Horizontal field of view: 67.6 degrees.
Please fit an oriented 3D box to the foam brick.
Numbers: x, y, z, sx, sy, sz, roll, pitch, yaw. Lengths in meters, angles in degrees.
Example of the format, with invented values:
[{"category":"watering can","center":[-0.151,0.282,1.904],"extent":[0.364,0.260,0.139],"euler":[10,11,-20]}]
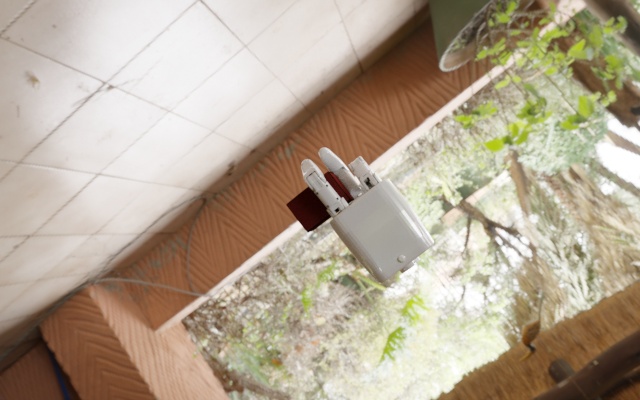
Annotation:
[{"category":"foam brick","center":[0.000,0.002,0.673],"extent":[0.078,0.051,0.053],"euler":[-38,-4,8]}]
